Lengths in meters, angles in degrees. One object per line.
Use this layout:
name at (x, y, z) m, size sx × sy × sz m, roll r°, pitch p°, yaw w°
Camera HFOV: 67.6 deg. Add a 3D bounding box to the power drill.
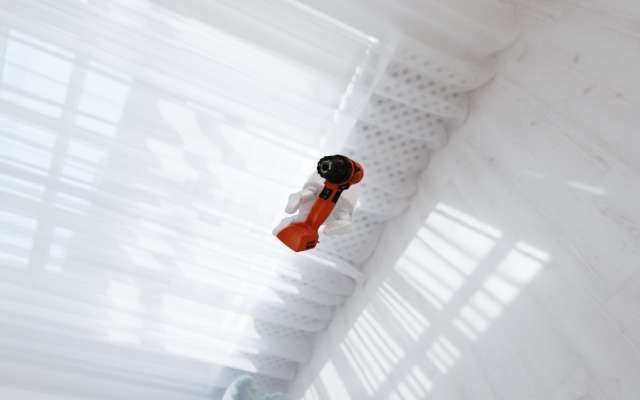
power drill at (0.000, 0.003, 0.847) m, size 0.057 × 0.188 × 0.184 m, roll 38°, pitch 12°, yaw 17°
